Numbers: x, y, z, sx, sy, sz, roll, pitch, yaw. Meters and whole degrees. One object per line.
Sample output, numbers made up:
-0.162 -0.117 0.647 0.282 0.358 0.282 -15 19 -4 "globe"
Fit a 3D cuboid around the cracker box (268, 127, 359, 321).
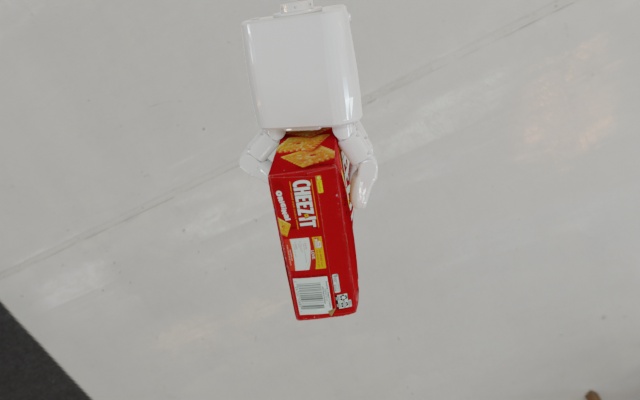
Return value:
0.000 0.002 0.540 0.072 0.164 0.213 -7 24 6 "cracker box"
